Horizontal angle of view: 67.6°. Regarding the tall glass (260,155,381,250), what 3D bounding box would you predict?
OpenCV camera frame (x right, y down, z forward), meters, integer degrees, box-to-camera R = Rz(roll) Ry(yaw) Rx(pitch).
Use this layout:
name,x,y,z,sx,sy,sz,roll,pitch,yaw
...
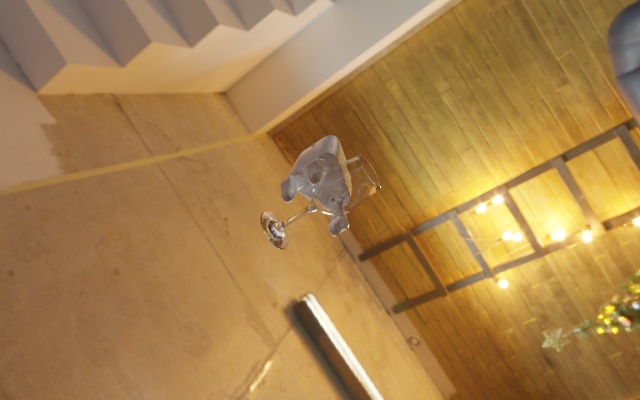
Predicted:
name,x,y,z,sx,sy,sz,roll,pitch,yaw
tall glass,0.000,0.003,0.791,0.201,0.079,0.079,-32,-12,20
